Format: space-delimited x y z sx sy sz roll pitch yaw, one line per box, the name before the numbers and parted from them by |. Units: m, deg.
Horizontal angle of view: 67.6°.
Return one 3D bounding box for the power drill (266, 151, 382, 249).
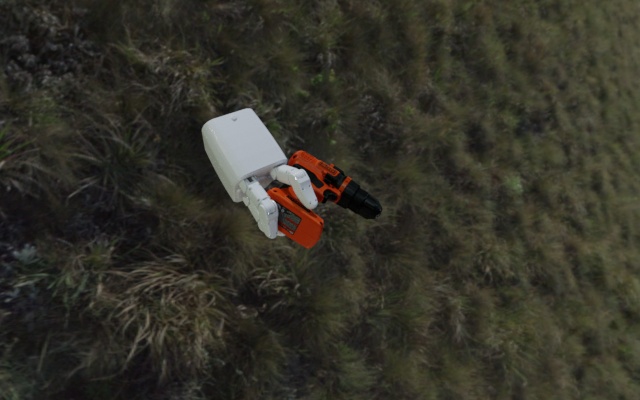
power drill | 0.000 0.003 0.778 0.184 0.057 0.187 31 31 8
